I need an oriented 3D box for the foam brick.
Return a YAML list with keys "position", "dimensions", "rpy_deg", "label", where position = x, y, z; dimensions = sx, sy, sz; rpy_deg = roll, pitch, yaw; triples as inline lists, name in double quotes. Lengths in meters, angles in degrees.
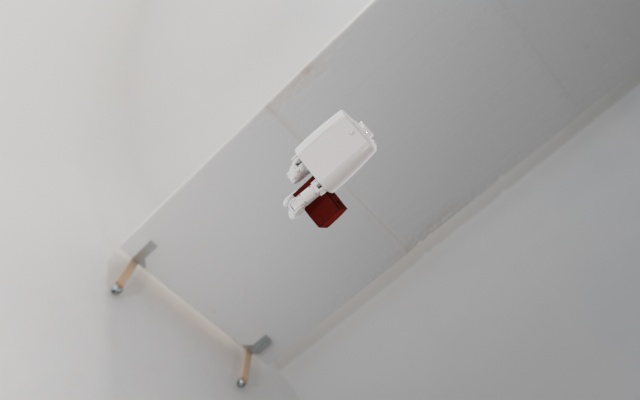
- position: [0.000, 0.003, 0.833]
  dimensions: [0.051, 0.078, 0.053]
  rpy_deg: [-41, -12, 12]
  label: "foam brick"
